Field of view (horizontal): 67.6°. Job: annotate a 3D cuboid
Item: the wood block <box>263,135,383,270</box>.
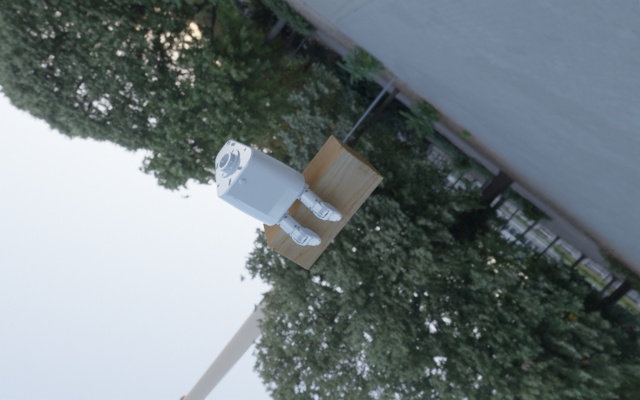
[{"bbox_3d":[0.000,0.002,0.826,0.090,0.206,0.090,33,13,-25],"label":"wood block"}]
